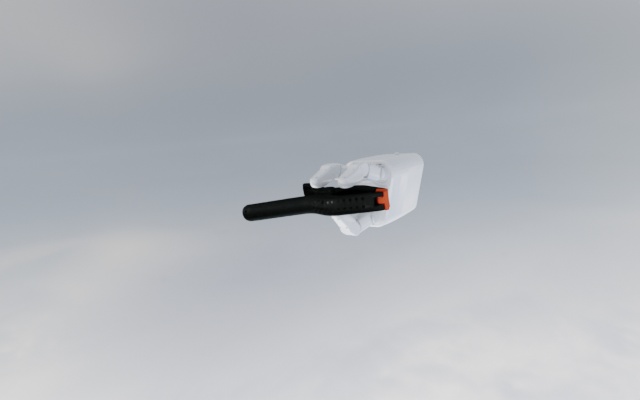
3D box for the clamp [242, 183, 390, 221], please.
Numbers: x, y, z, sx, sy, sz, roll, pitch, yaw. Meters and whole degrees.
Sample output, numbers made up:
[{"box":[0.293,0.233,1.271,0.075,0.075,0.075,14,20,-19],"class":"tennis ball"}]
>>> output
[{"box":[0.001,0.003,0.702,0.210,0.036,0.164,2,17,42],"class":"clamp"}]
